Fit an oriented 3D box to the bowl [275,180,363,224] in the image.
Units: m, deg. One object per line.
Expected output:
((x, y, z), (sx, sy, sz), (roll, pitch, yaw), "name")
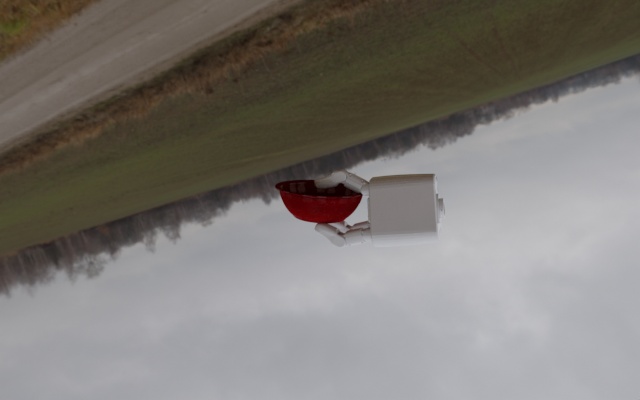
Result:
((-0.001, 0.003, 0.837), (0.162, 0.055, 0.162), (4, 12, -1), "bowl")
